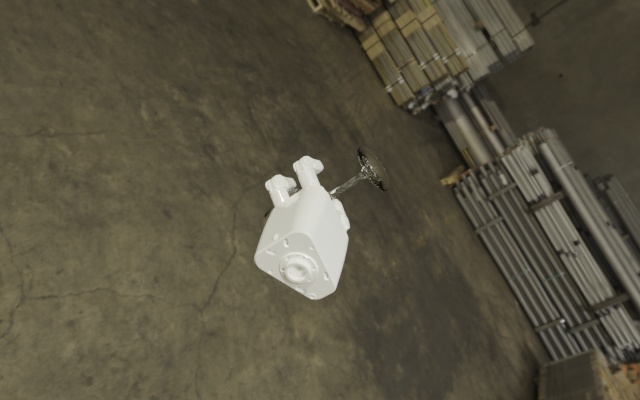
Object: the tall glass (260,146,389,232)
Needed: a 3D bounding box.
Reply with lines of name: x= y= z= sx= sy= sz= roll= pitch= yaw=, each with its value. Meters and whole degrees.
tall glass: x=0.001 y=0.002 z=0.719 sx=0.201 sy=0.079 sz=0.079 roll=-32 pitch=-16 yaw=26
